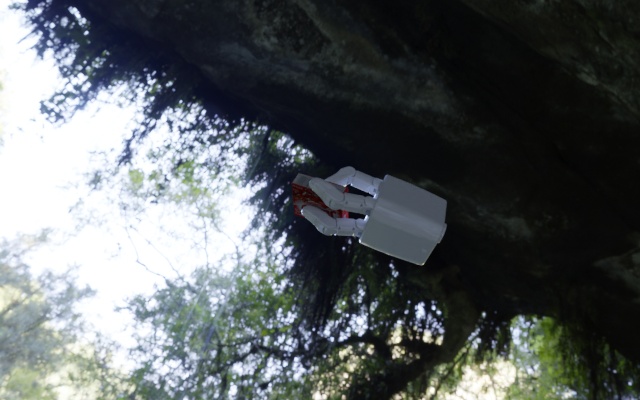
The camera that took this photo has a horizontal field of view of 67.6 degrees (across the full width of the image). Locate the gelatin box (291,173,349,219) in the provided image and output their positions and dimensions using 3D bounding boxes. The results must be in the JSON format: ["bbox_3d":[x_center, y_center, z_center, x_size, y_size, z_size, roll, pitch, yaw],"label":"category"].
[{"bbox_3d":[0.000,0.002,0.758,0.089,0.073,0.030,18,49,19],"label":"gelatin box"}]
